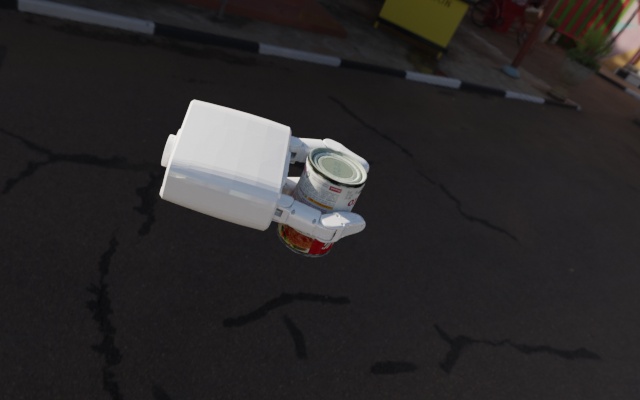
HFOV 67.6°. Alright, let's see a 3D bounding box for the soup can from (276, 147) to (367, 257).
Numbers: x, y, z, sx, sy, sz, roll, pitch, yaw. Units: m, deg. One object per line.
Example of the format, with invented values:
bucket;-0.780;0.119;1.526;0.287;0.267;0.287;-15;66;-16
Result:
soup can;0.001;0.002;0.517;0.068;0.102;0.068;18;34;-12
